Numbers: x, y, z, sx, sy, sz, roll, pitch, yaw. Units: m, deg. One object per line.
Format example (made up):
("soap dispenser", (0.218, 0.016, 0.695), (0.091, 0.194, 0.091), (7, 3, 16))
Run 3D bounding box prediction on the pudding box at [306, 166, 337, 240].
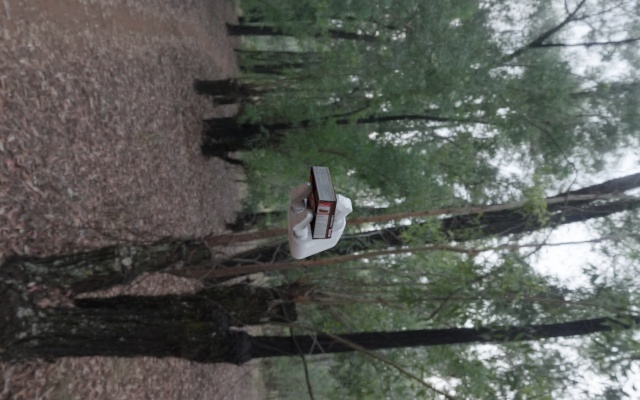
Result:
("pudding box", (0.000, 0.003, 0.877), (0.039, 0.090, 0.113), (-1, 37, -11))
